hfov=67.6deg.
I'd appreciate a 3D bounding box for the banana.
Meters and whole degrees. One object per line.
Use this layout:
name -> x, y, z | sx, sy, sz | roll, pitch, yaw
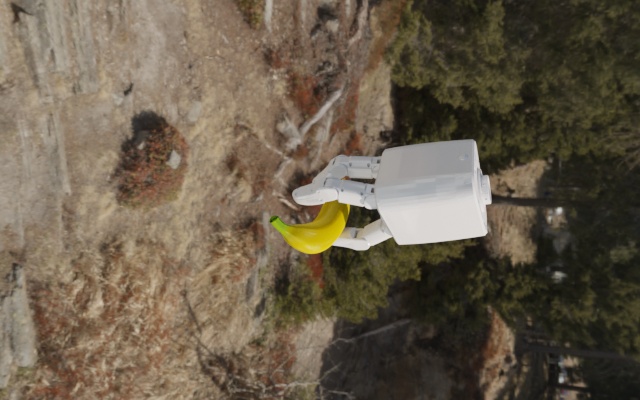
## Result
banana -> 0.004, 0.020, 0.605 | 0.037, 0.069, 0.197 | -12, 11, 26
